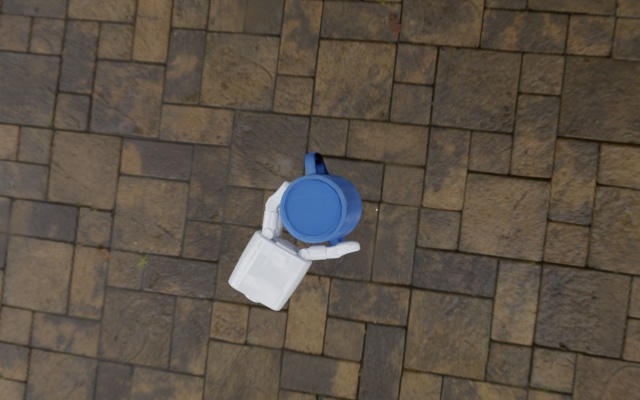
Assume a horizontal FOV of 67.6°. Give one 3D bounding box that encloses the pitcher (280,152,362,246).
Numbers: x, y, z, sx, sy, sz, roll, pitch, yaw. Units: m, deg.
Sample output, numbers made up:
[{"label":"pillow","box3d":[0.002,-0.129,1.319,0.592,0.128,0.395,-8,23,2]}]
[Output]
[{"label":"pitcher","box3d":[0.000,0.003,0.853,0.149,0.145,0.243,34,4,6]}]
